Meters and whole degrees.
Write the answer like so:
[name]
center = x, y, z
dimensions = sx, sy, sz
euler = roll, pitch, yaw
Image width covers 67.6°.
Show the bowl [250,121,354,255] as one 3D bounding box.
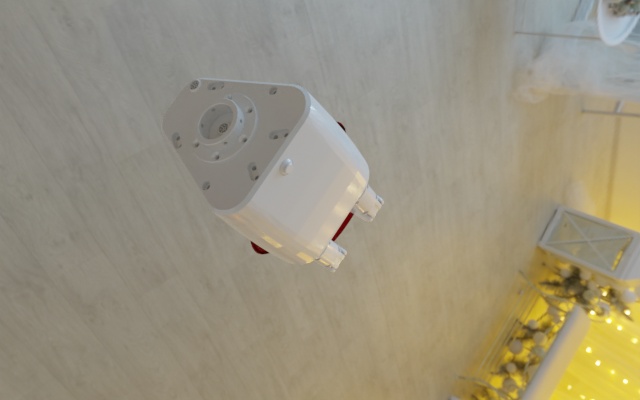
[bowl]
center = 0.001, 0.002, 0.497
dimensions = 0.055, 0.162, 0.162
euler = 33, 10, 17
